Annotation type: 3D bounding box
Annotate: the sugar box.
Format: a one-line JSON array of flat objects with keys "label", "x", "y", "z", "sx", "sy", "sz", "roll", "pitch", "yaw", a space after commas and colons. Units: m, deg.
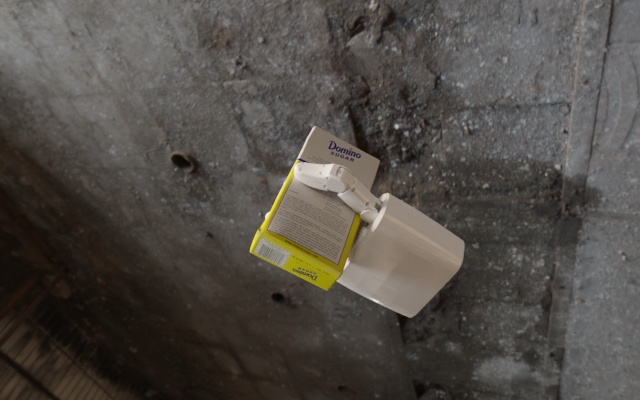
[{"label": "sugar box", "x": 0.000, "y": 0.002, "z": 0.529, "sx": 0.093, "sy": 0.176, "sz": 0.048, "roll": 28, "pitch": -44, "yaw": -4}]
